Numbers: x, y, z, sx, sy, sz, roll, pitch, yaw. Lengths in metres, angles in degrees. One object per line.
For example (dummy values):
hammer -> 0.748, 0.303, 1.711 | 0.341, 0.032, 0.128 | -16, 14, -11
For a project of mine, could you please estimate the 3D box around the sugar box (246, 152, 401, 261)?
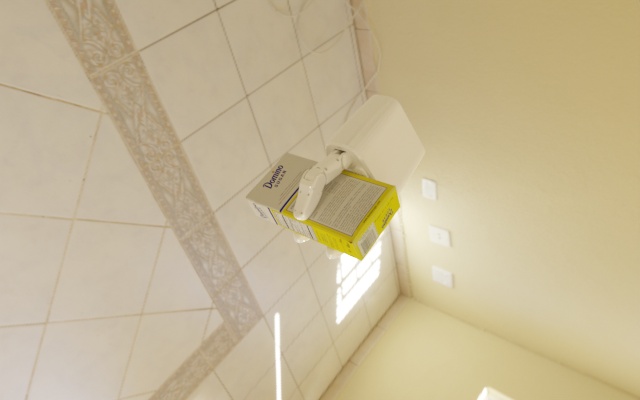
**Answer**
sugar box -> 0.000, 0.002, 0.602 | 0.176, 0.093, 0.048 | 20, -32, 37
